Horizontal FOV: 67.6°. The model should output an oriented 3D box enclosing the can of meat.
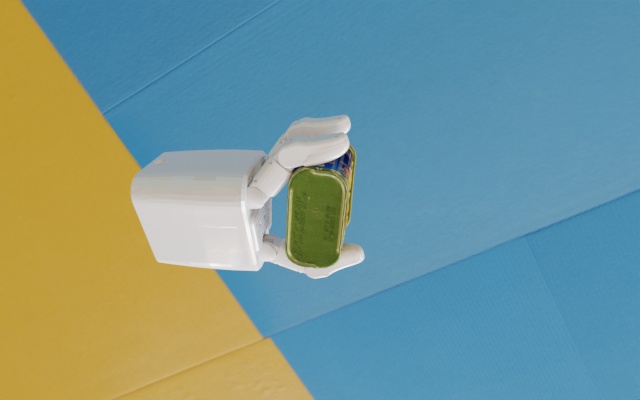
[{"bbox_3d":[0.000,0.002,0.448,0.057,0.102,0.084,6,25,5],"label":"can of meat"}]
